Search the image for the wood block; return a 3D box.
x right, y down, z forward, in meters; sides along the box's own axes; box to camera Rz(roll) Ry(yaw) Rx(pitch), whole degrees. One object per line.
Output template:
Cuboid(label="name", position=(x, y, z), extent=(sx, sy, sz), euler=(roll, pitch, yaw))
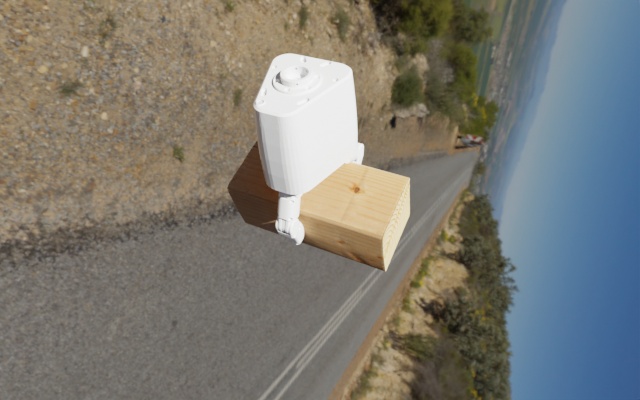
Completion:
Cuboid(label="wood block", position=(0.000, 0.002, 0.608), extent=(0.206, 0.090, 0.090), euler=(17, -29, 20))
